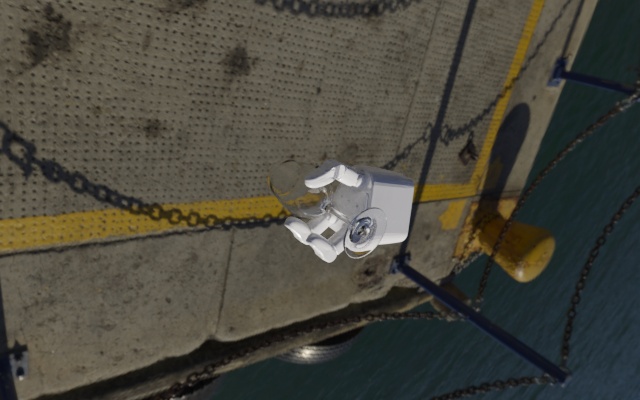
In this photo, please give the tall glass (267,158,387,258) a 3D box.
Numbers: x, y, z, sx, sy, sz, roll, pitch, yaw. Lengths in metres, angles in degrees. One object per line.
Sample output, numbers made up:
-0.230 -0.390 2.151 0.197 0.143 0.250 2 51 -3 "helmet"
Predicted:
0.000 0.002 0.688 0.079 0.079 0.201 0 24 -41 "tall glass"
